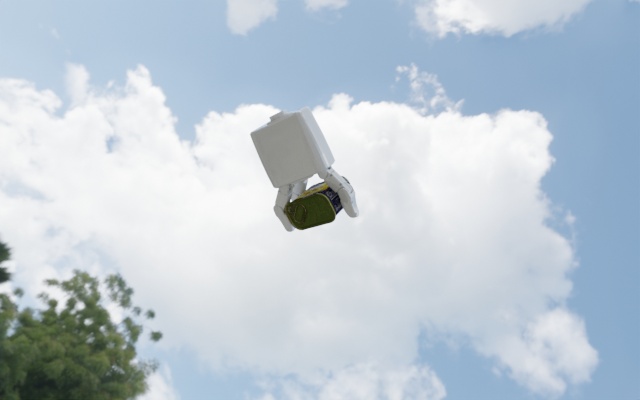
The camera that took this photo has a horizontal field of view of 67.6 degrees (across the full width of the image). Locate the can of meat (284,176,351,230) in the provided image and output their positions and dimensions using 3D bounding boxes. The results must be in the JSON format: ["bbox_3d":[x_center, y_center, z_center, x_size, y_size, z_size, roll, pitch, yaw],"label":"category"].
[{"bbox_3d":[0.000,0.003,0.856,0.102,0.057,0.084,-18,16,38],"label":"can of meat"}]
